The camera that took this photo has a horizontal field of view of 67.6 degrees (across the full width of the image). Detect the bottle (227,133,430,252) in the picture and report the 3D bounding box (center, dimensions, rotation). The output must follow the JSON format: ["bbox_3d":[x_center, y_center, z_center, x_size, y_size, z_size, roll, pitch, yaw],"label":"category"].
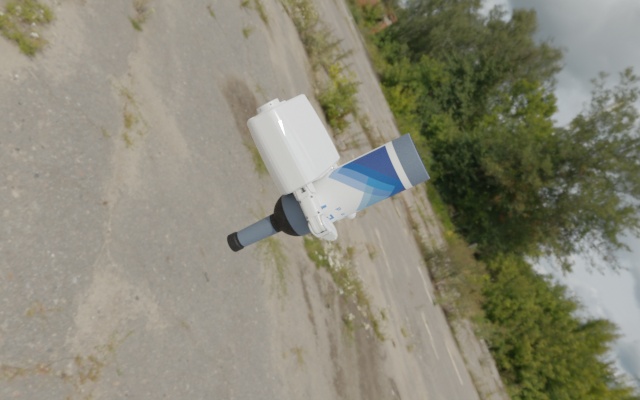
[{"bbox_3d":[0.000,0.002,0.660,0.296,0.069,0.069,-25,-7,14],"label":"bottle"}]
